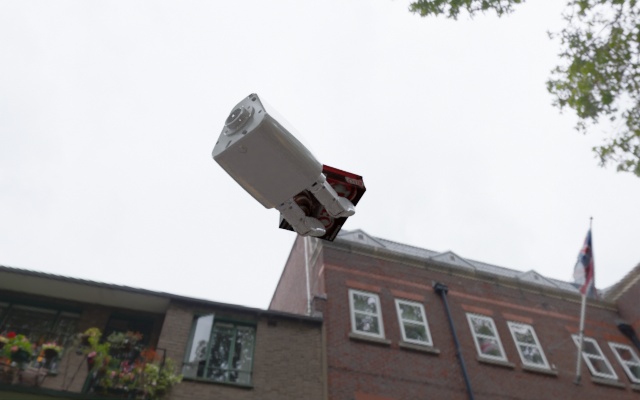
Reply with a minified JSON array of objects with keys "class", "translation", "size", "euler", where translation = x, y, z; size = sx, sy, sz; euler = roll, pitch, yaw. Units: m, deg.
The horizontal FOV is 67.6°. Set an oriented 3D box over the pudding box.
[{"class":"pudding box","translation":[0.000,0.002,0.684],"size":[0.090,0.039,0.113],"euler":[16,-50,-19]}]
